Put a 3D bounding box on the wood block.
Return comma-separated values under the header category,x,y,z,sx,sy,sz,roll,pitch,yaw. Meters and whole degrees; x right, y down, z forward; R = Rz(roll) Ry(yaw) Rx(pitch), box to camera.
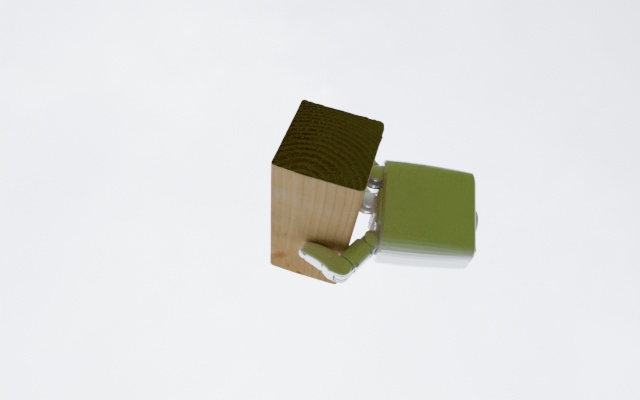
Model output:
category,x,y,z,sx,sy,sz,roll,pitch,yaw
wood block,0.000,0.002,0.532,0.090,0.090,0.206,17,-34,5
